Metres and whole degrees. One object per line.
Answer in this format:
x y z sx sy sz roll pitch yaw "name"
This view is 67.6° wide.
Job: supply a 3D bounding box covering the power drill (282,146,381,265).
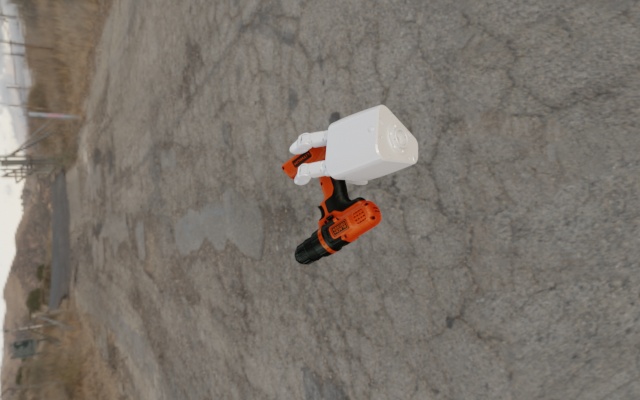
0.000 0.002 0.855 0.184 0.187 0.057 -33 -19 26 "power drill"
